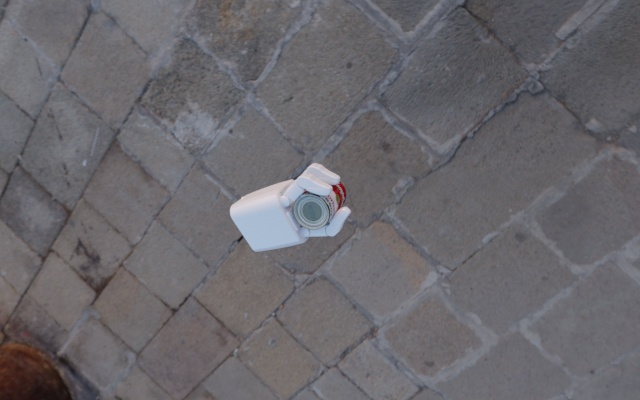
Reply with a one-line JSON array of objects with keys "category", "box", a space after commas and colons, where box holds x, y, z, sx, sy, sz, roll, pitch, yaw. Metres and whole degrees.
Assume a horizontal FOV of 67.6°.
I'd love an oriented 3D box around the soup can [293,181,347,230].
[{"category": "soup can", "box": [0.001, 0.003, 0.849, 0.068, 0.068, 0.102, 0, 20, 20]}]
